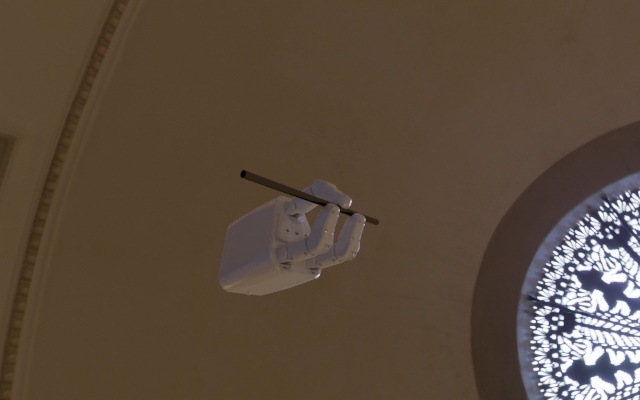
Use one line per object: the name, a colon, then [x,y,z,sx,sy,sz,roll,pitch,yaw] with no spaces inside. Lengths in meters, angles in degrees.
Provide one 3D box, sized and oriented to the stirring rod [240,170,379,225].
stirring rod: [0.000,0.002,0.554,0.011,0.011,0.239,0,-13,40]
